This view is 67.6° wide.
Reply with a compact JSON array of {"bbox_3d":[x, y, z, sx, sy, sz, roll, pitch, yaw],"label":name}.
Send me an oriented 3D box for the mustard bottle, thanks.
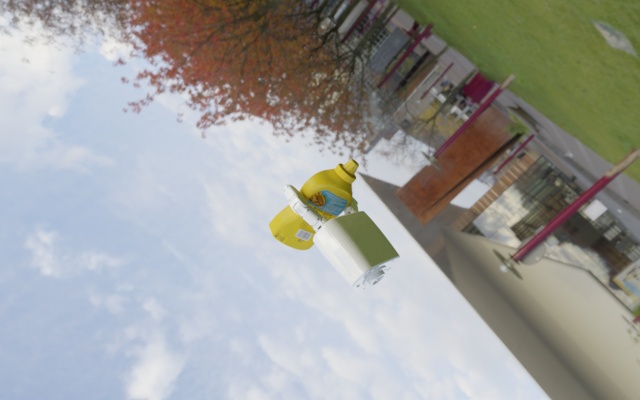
[{"bbox_3d":[0.000,0.003,0.844,0.096,0.192,0.058,26,24,-39],"label":"mustard bottle"}]
